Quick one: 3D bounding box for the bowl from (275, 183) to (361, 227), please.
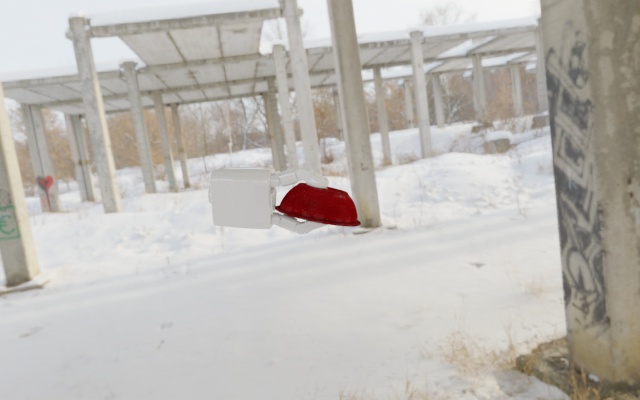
[{"bbox_3d":[0.001,0.003,0.875,0.162,0.055,0.162,11,6,-1],"label":"bowl"}]
